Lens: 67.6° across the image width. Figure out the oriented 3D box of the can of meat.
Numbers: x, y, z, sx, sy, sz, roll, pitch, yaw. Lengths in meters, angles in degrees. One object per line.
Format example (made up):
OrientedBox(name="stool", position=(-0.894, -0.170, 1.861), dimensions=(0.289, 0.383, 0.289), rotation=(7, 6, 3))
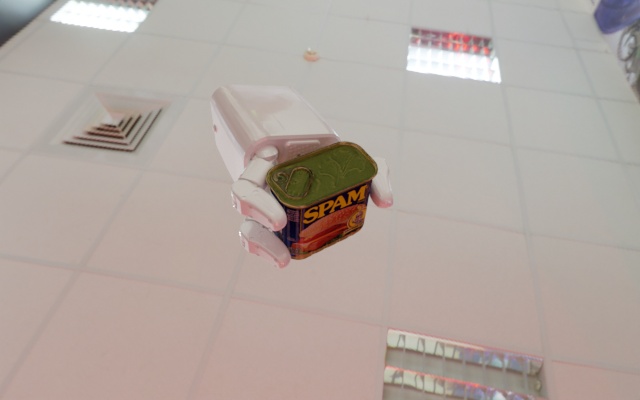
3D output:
OrientedBox(name="can of meat", position=(0.000, 0.002, 0.465), dimensions=(0.102, 0.084, 0.057), rotation=(-23, 53, -23))
